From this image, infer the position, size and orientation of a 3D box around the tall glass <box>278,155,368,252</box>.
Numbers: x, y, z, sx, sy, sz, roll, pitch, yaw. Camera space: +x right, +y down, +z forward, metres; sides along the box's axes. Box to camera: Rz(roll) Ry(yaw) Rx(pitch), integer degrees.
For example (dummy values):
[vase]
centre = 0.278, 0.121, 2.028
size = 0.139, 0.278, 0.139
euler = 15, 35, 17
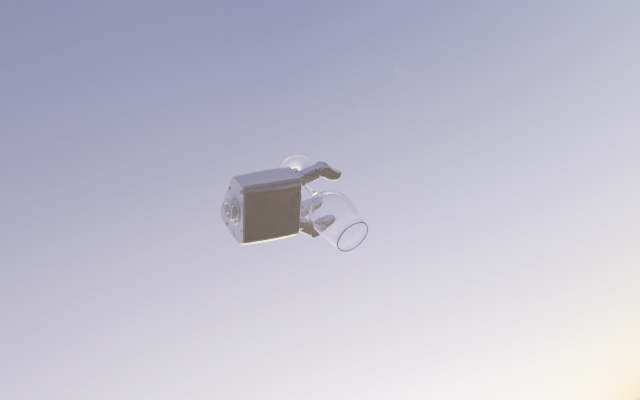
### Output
[tall glass]
centre = 0.000, 0.002, 0.838
size = 0.079, 0.079, 0.201
euler = 0, 35, -41
